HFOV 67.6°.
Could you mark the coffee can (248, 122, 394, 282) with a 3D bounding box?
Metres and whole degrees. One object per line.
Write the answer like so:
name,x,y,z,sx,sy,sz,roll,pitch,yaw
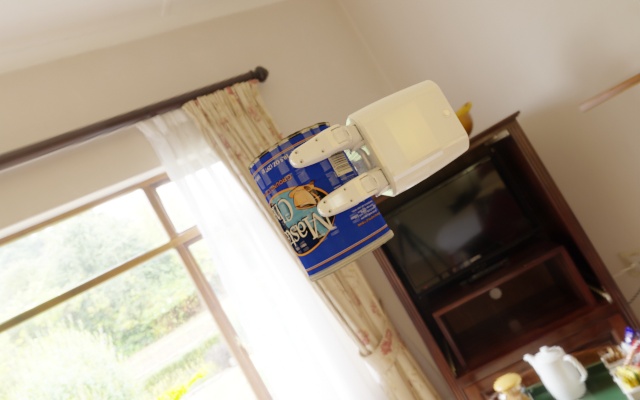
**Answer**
coffee can,0.000,0.002,0.518,0.103,0.140,0.103,-29,-4,-2
